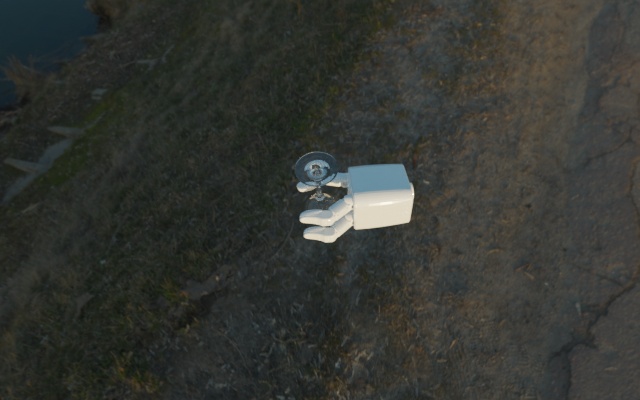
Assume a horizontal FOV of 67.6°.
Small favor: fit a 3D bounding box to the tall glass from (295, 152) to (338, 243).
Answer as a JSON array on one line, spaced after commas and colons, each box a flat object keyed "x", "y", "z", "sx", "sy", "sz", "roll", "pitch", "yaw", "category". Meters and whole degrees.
[{"x": 0.000, "y": 0.002, "z": 0.884, "sx": 0.079, "sy": 0.079, "sz": 0.201, "roll": 0, "pitch": -35, "yaw": 4, "category": "tall glass"}]
